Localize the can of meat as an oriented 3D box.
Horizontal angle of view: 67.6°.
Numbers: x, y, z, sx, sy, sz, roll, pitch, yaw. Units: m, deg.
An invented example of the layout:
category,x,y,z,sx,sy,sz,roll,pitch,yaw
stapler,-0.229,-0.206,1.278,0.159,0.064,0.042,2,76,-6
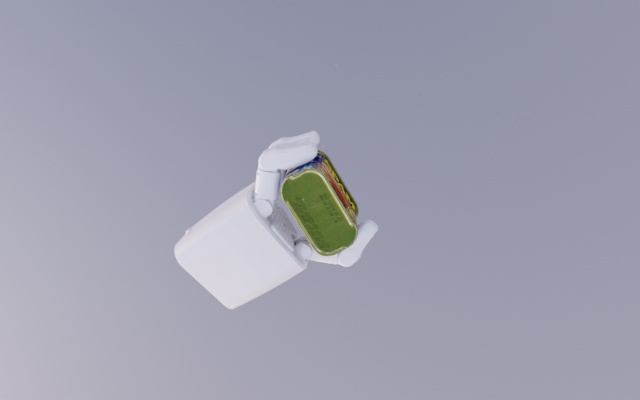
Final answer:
category,x,y,z,sx,sy,sz,roll,pitch,yaw
can of meat,0.000,0.002,0.524,0.057,0.102,0.084,-29,13,10
